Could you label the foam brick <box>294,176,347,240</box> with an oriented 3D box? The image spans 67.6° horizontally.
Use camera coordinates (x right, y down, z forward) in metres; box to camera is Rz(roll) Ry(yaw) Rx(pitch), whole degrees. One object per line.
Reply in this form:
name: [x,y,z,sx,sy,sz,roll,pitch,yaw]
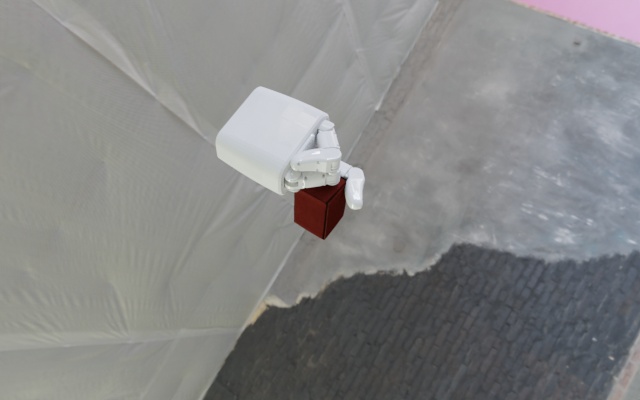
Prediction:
foam brick: [0.000,0.002,0.635,0.051,0.078,0.053,28,53,18]
